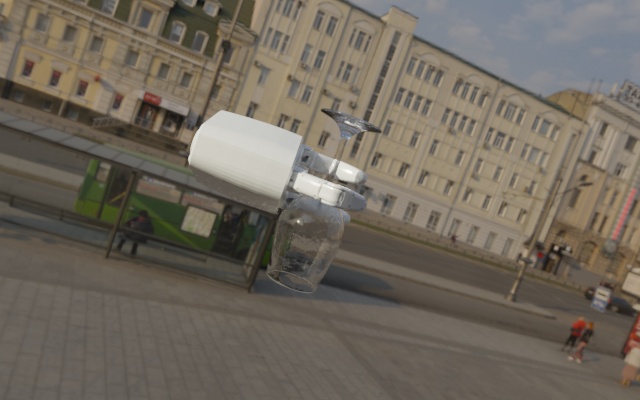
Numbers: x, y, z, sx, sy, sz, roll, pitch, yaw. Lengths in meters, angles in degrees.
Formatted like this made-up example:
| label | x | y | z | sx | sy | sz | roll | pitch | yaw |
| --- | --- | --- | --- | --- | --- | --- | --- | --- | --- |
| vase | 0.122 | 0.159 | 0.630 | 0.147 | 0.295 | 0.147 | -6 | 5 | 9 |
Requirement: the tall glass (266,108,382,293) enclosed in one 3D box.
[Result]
| label | x | y | z | sx | sy | sz | roll | pitch | yaw |
| --- | --- | --- | --- | --- | --- | --- | --- | --- | --- |
| tall glass | 0.000 | 0.001 | 0.549 | 0.079 | 0.201 | 0.079 | 20 | 4 | -1 |
